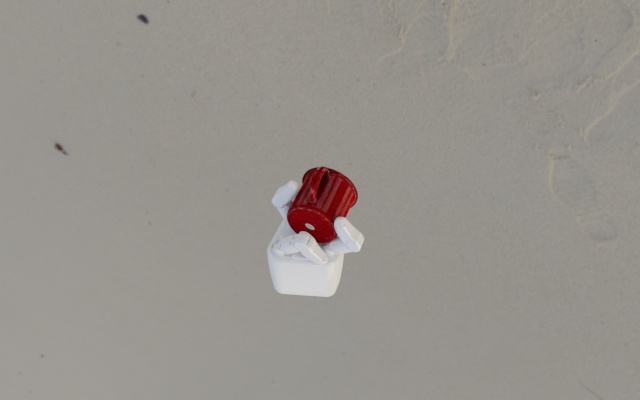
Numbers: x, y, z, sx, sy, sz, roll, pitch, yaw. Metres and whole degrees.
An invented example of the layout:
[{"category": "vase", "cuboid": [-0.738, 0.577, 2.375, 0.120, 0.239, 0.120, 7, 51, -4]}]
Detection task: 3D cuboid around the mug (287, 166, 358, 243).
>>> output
[{"category": "mug", "cuboid": [0.000, 0.002, 0.712, 0.093, 0.081, 0.117, 16, -39, 14]}]
